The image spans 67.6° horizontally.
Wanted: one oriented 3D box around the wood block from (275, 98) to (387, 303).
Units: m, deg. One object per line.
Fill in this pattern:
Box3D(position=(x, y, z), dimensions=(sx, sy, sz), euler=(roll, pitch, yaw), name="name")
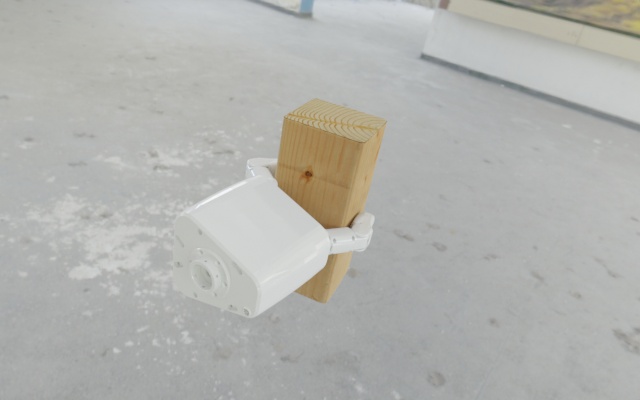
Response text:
Box3D(position=(0.000, 0.002, 0.551), dimensions=(0.091, 0.206, 0.090), euler=(20, 30, 14), name="wood block")
